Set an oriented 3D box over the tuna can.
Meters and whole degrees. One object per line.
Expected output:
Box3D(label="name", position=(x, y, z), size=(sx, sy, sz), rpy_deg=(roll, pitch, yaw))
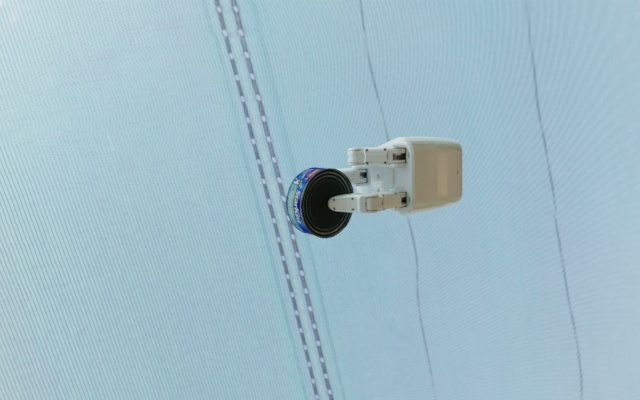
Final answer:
Box3D(label="tuna can", position=(0.000, 0.002, 0.589), size=(0.086, 0.086, 0.034), rpy_deg=(0, 6, -41))
